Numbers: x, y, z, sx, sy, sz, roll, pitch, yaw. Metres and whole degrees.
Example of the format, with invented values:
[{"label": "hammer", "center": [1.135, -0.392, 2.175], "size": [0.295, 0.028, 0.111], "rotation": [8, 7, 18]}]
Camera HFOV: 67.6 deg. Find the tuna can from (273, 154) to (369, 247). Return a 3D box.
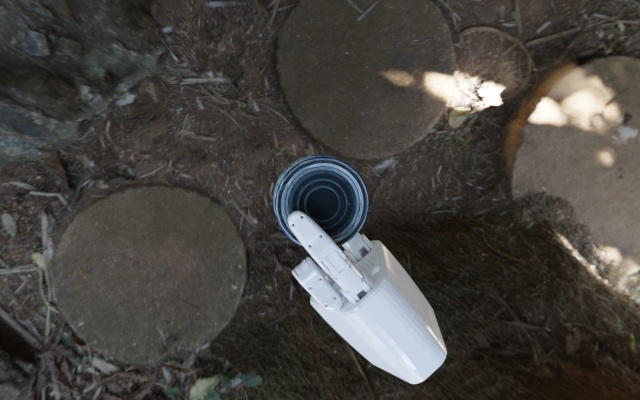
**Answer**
[{"label": "tuna can", "center": [0.000, 0.001, 0.436], "size": [0.086, 0.086, 0.033], "rotation": [0, 8, -7]}]
